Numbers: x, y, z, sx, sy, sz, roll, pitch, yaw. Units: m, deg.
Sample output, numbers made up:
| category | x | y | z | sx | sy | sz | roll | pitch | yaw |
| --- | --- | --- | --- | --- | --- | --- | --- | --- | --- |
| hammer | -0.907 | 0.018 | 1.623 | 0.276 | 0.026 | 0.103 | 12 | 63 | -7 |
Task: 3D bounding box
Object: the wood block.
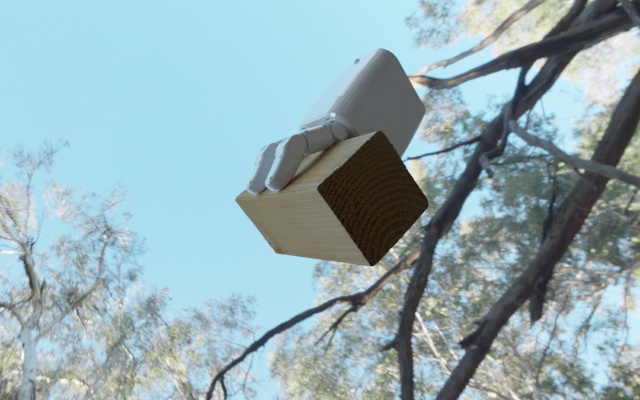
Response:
| category | x | y | z | sx | sy | sz | roll | pitch | yaw |
| --- | --- | --- | --- | --- | --- | --- | --- | --- | --- |
| wood block | 0.000 | 0.002 | 0.508 | 0.090 | 0.091 | 0.206 | -43 | 17 | -23 |
